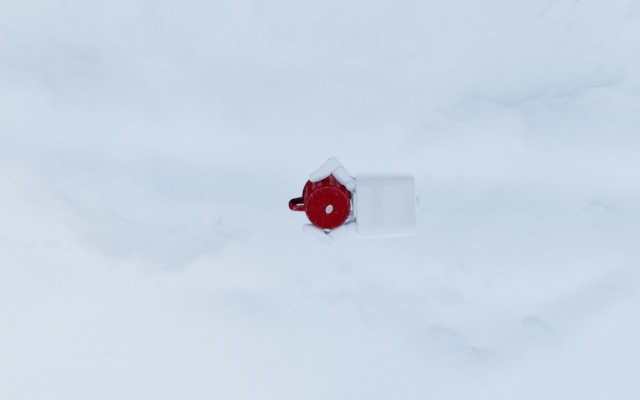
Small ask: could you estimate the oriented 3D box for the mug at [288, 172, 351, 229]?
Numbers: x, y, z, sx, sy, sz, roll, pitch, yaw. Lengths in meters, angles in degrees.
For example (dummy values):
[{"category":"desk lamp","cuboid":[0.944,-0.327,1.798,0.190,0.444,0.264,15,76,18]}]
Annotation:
[{"category":"mug","cuboid":[-0.001,0.003,0.858,0.117,0.093,0.081,-3,16,0]}]
